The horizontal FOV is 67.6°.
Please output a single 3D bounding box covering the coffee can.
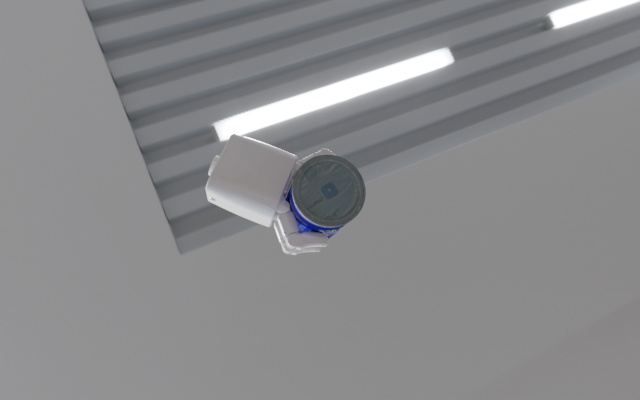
[{"bbox_3d":[0.000,0.002,0.717,0.103,0.102,0.140,0,-14,-11],"label":"coffee can"}]
